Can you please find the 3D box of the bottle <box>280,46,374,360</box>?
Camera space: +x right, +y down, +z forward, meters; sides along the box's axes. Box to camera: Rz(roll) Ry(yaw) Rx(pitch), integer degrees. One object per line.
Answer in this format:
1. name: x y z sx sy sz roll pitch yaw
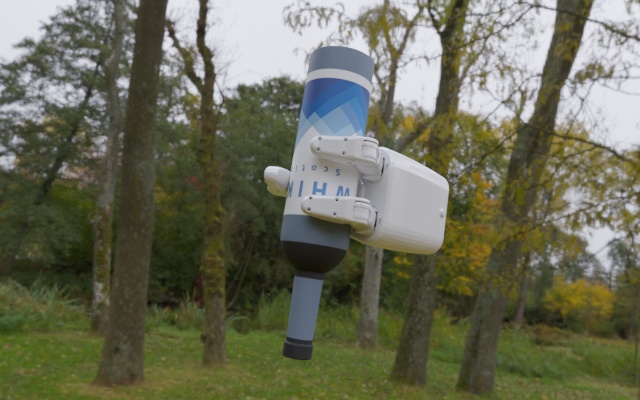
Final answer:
1. bottle: 0.000 0.001 0.465 0.069 0.295 0.069 9 -9 1
